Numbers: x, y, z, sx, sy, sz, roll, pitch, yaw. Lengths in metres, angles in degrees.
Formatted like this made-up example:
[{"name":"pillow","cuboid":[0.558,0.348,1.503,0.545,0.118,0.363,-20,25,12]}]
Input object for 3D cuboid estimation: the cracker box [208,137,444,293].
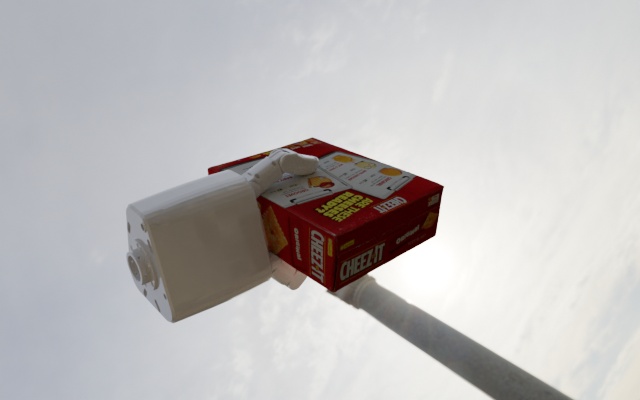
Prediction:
[{"name":"cracker box","cuboid":[0.000,0.002,0.537,0.164,0.072,0.213,-22,34,-37]}]
